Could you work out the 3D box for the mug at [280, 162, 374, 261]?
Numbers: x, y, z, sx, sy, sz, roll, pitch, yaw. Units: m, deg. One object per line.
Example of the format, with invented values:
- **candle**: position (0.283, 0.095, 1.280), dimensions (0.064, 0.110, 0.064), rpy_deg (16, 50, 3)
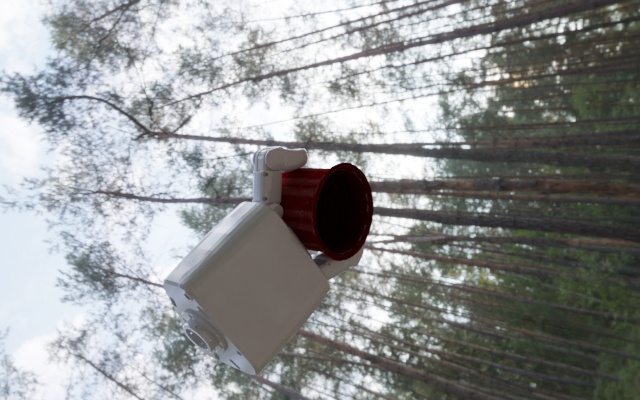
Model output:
- **mug**: position (0.001, 0.001, 0.484), dimensions (0.081, 0.093, 0.117), rpy_deg (4, 38, 41)
